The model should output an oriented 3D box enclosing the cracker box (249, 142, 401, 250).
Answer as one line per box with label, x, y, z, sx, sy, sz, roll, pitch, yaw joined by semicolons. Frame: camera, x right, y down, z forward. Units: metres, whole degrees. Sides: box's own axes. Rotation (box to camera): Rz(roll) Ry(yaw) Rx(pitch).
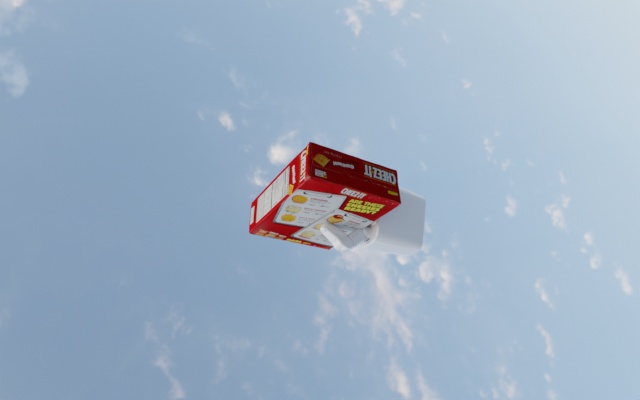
cracker box;0.000;0.003;0.783;0.164;0.072;0.214;15;-33;-27
